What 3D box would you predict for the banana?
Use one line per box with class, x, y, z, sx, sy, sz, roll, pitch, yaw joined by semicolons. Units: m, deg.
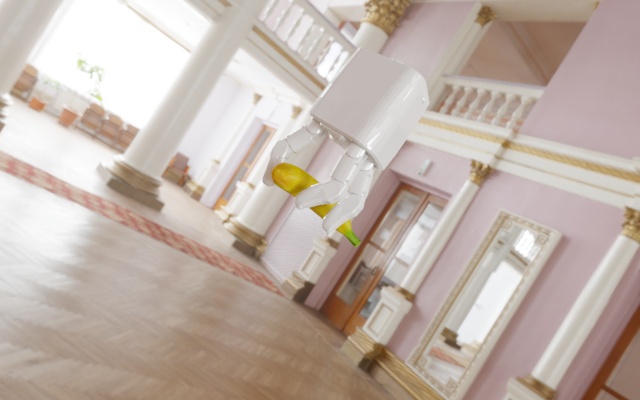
banana;-0.008;-0.005;0.617;0.198;0.037;0.069;39;2;-46
